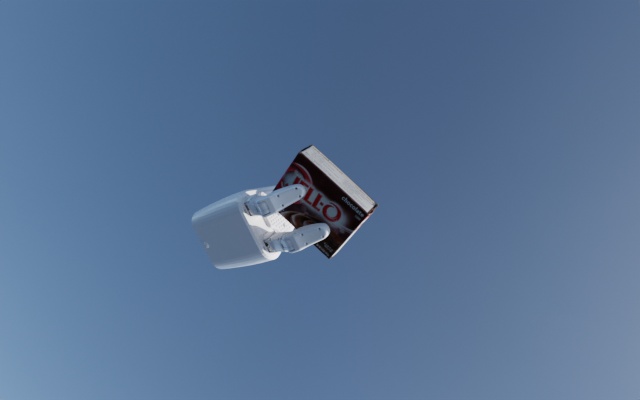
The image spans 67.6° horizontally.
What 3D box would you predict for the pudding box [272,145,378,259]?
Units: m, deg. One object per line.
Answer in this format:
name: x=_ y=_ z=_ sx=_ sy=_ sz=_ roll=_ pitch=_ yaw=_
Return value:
pudding box: x=0.000 y=0.002 z=0.585 sx=0.090 sy=0.113 sz=0.039 roll=-53 pitch=-6 yaw=36
